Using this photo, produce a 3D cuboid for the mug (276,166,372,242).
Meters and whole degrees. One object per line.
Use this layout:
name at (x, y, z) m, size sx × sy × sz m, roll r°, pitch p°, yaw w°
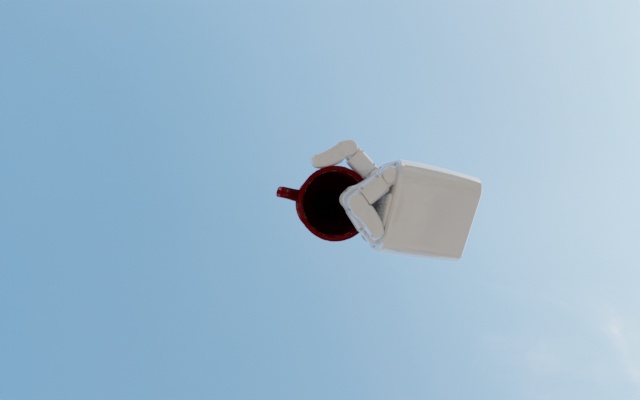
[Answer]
mug at (-0.001, 0.002, 0.619) m, size 0.117 × 0.093 × 0.081 m, roll 10°, pitch -2°, yaw -10°
